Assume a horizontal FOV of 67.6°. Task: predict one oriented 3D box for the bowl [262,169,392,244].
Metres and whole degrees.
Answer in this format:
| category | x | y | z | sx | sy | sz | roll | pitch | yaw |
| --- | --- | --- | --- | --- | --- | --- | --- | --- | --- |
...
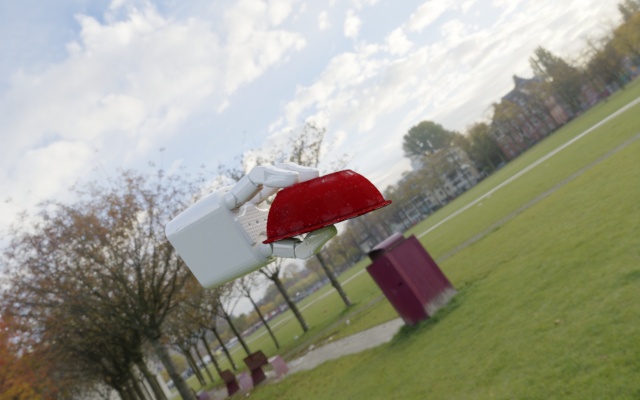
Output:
| category | x | y | z | sx | sy | sz | roll | pitch | yaw |
| --- | --- | --- | --- | --- | --- | --- | --- | --- | --- |
| bowl | 0.001 | 0.001 | 0.569 | 0.162 | 0.055 | 0.162 | -17 | 0 | 0 |
